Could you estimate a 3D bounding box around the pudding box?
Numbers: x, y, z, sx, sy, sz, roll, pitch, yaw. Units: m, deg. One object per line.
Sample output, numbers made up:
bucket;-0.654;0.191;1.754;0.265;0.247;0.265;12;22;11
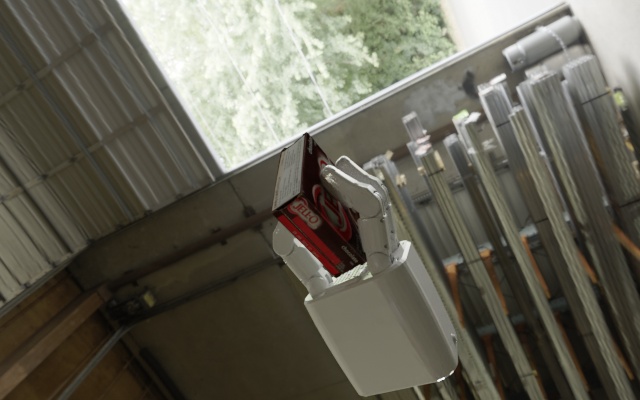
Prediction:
pudding box;0.000;0.002;0.436;0.039;0.090;0.113;-32;28;17
